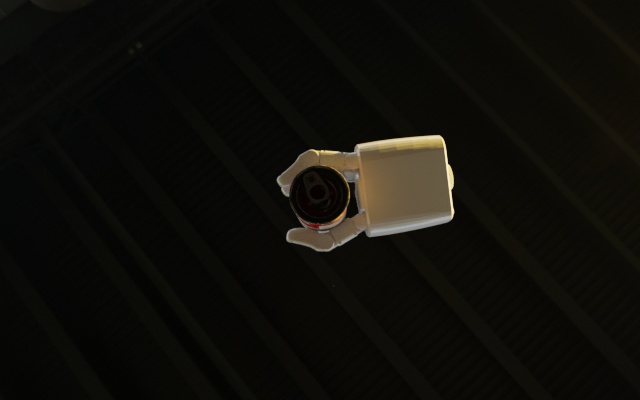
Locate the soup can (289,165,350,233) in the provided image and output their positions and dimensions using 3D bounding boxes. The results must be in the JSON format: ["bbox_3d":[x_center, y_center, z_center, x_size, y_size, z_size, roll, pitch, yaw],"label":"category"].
[{"bbox_3d":[0.000,0.002,0.583,0.068,0.068,0.102,0,-10,2],"label":"soup can"}]
